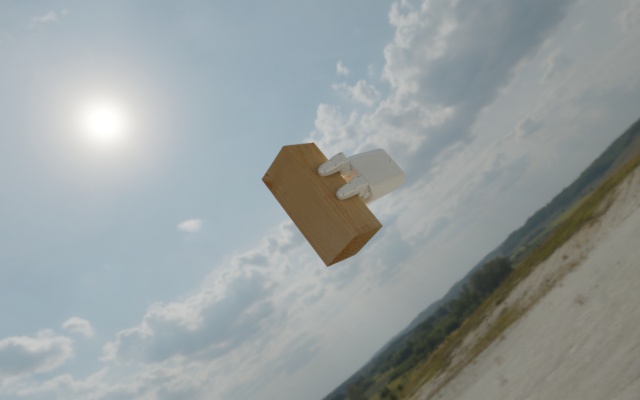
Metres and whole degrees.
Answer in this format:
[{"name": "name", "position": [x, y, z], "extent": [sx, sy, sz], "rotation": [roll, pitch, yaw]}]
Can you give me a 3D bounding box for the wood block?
[{"name": "wood block", "position": [0.000, 0.003, 0.855], "extent": [0.090, 0.206, 0.091], "rotation": [-15, -30, -49]}]
